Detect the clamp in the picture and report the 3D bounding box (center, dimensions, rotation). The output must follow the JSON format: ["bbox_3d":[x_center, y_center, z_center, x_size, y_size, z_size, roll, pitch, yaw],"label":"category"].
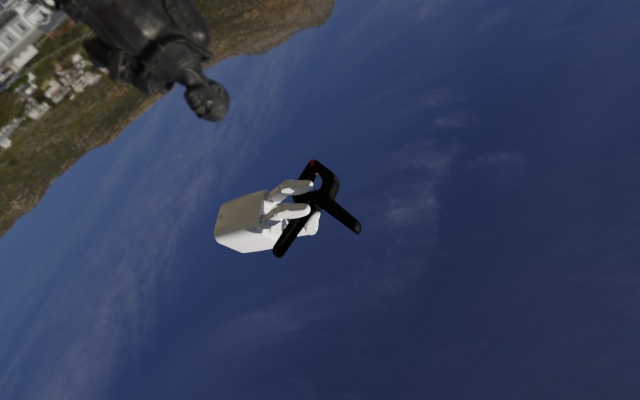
[{"bbox_3d":[0.000,0.003,0.869,0.164,0.209,0.036,-12,-44,22],"label":"clamp"}]
